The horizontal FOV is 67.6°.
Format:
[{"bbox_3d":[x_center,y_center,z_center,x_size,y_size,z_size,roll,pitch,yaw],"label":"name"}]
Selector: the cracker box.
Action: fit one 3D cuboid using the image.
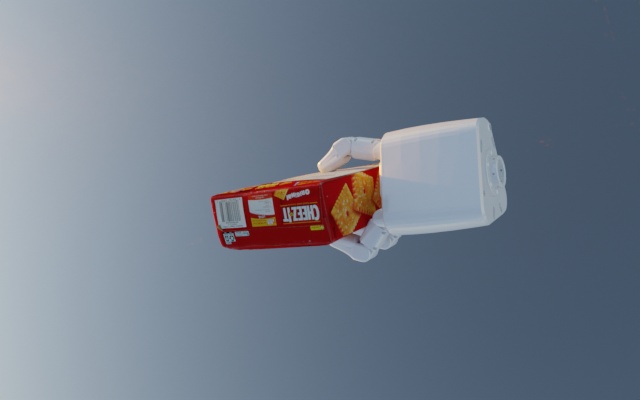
[{"bbox_3d":[0.000,0.002,0.597,0.164,0.072,0.213,-6,6,35],"label":"cracker box"}]
